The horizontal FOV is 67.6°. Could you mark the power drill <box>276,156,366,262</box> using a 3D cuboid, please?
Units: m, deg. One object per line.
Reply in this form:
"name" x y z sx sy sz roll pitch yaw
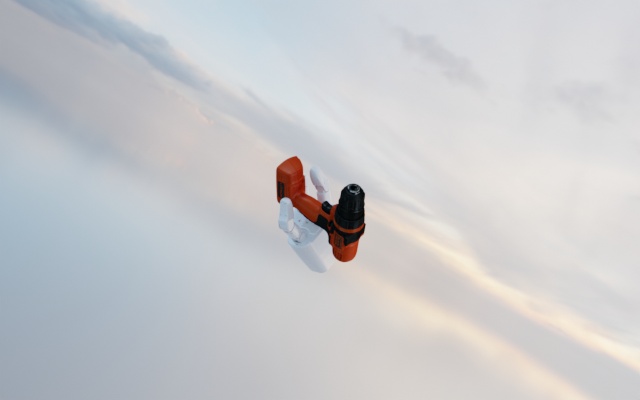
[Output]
"power drill" 0.000 0.003 0.836 0.057 0.185 0.187 -32 58 -29
